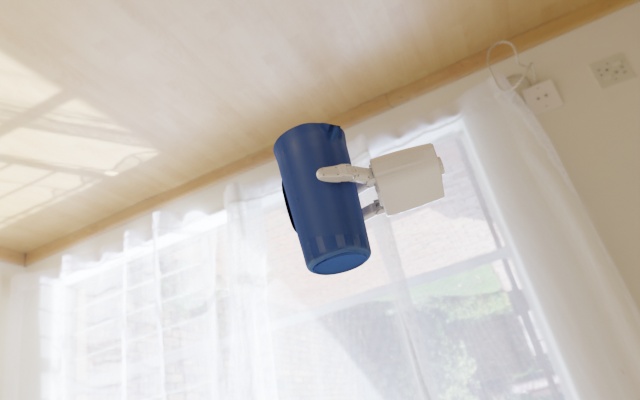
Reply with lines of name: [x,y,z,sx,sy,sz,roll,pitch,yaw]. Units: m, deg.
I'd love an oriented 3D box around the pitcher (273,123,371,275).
pitcher: [0.000,0.003,0.822,0.145,0.242,0.149,-16,-26,5]
